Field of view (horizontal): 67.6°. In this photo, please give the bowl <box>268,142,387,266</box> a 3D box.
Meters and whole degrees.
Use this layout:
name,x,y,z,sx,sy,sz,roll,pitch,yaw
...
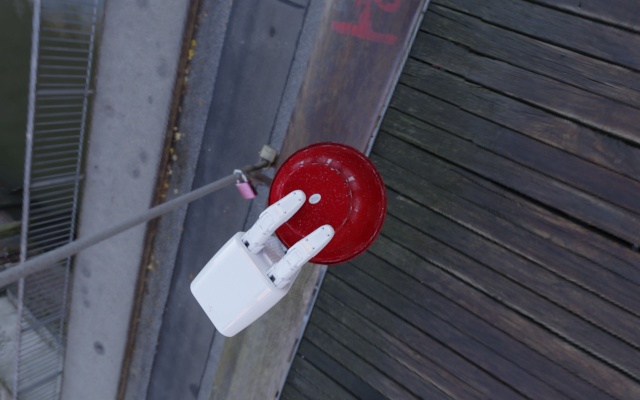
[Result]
name,x,y,z,sx,sy,sz,roll,pitch,yaw
bowl,0.001,0.001,0.600,0.162,0.162,0.055,0,-3,15
